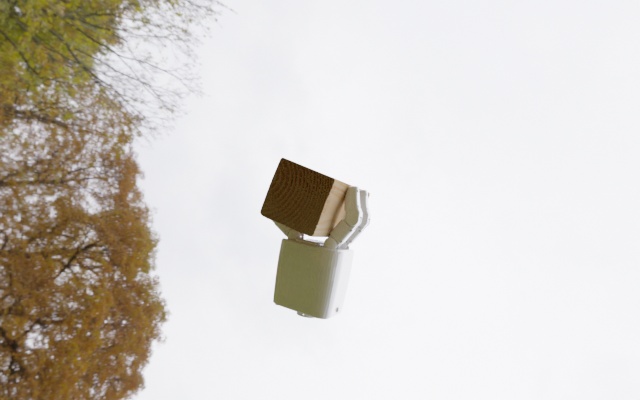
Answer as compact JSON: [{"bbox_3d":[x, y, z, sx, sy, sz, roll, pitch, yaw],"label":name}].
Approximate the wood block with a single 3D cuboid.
[{"bbox_3d":[0.000,0.003,0.761,0.091,0.090,0.206,22,3,19],"label":"wood block"}]
